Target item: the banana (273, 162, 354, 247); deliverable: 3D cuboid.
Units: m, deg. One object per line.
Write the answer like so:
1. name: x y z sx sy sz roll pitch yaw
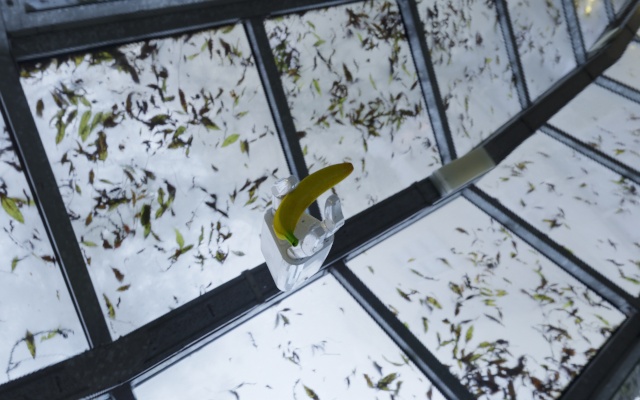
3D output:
1. banana: -0.018 -0.001 0.725 0.069 0.037 0.197 18 47 21
